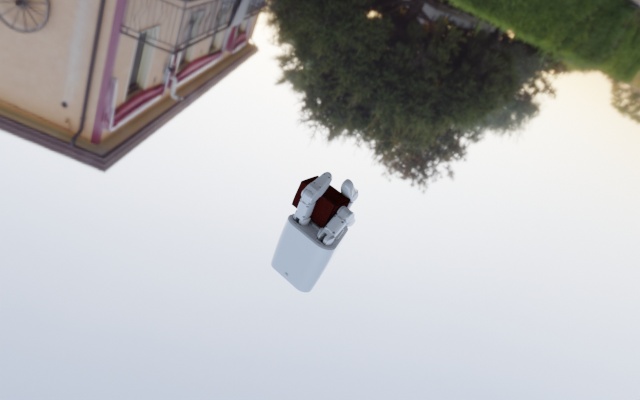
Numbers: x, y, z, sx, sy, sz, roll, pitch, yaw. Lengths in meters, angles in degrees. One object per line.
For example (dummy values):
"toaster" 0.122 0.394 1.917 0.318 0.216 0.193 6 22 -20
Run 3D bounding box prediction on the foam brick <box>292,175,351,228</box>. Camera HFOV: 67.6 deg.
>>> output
"foam brick" 0.000 0.002 0.811 0.078 0.051 0.053 38 31 22
